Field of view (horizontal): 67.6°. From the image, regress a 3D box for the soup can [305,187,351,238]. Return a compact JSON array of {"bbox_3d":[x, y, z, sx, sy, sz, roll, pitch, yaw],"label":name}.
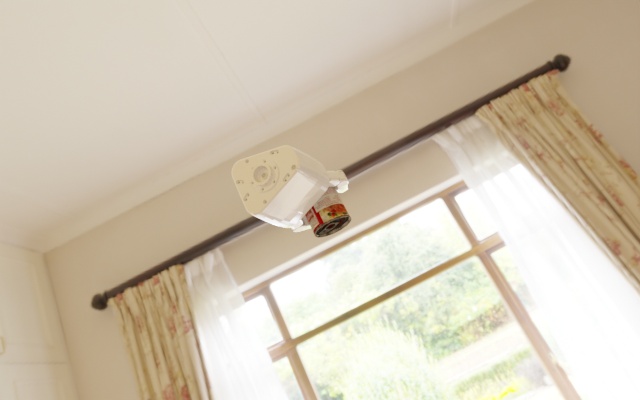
[{"bbox_3d":[0.000,0.002,0.813,0.068,0.102,0.068,-23,-21,-9],"label":"soup can"}]
